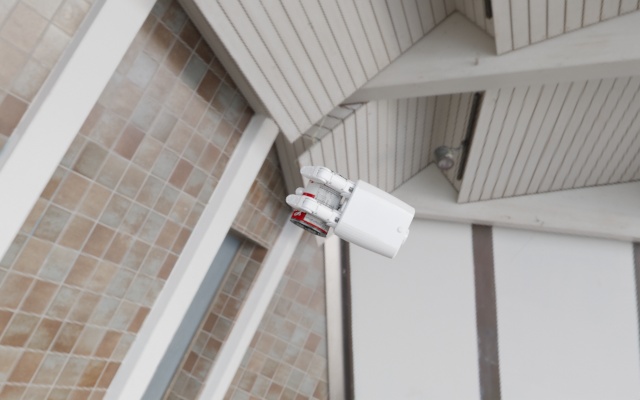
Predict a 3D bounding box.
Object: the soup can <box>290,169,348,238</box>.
[{"bbox_3d":[0.000,0.002,0.809,0.068,0.102,0.068,25,-10,5],"label":"soup can"}]
